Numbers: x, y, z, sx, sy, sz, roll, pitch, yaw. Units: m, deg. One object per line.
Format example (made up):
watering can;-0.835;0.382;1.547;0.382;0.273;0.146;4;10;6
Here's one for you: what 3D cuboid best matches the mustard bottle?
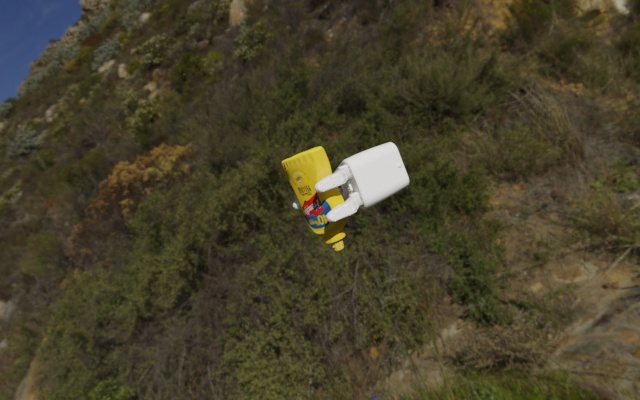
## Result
mustard bottle;0.000;0.003;0.874;0.096;0.191;0.058;-14;12;47
